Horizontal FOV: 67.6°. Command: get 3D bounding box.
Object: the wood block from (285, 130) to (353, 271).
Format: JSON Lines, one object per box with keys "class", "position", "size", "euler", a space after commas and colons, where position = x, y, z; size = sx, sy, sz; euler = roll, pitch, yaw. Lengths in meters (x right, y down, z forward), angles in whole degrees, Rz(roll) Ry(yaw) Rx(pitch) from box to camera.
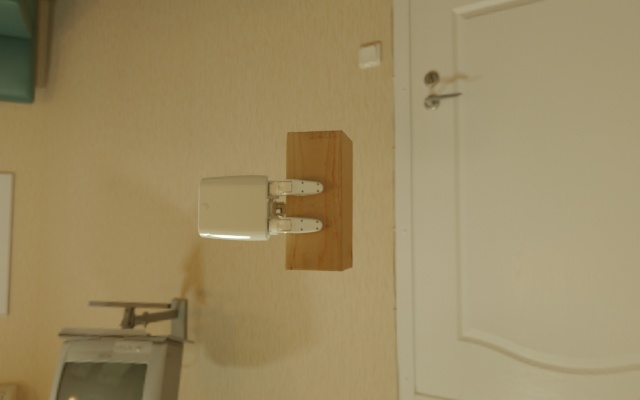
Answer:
{"class": "wood block", "position": [0.000, 0.003, 0.745], "size": [0.090, 0.206, 0.091], "euler": [0, -4, 13]}
